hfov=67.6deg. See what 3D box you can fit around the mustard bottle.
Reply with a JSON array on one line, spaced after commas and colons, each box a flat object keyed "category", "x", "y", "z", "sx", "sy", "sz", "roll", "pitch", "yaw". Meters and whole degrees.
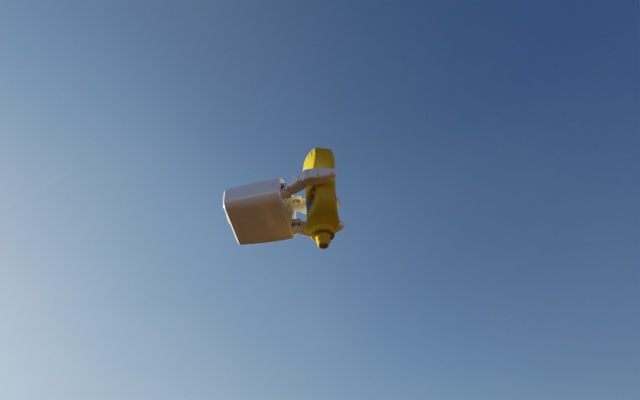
[{"category": "mustard bottle", "x": 0.000, "y": 0.003, "z": 0.849, "sx": 0.058, "sy": 0.191, "sz": 0.096, "roll": 7, "pitch": -41, "yaw": -11}]
